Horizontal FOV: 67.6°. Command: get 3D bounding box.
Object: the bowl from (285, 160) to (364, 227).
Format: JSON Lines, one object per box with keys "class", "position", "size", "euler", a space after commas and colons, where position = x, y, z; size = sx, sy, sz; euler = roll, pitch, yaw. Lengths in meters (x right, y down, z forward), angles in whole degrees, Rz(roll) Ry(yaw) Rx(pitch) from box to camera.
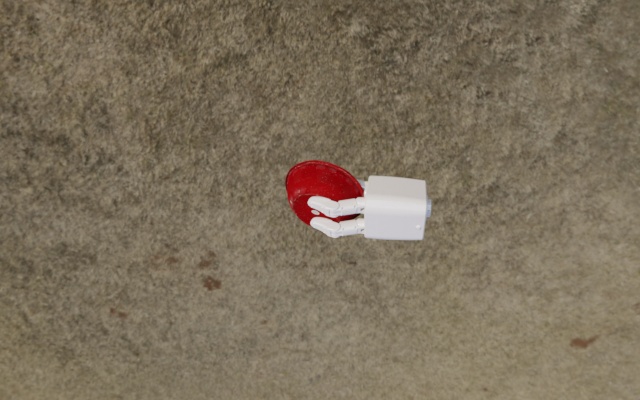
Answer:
{"class": "bowl", "position": [-0.001, 0.003, 0.897], "size": [0.162, 0.162, 0.055], "euler": [0, 43, 26]}
